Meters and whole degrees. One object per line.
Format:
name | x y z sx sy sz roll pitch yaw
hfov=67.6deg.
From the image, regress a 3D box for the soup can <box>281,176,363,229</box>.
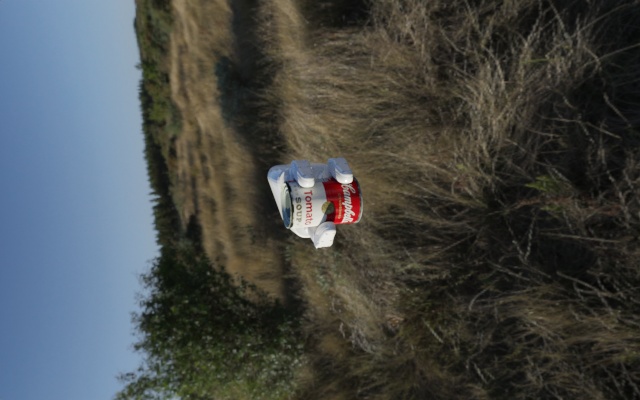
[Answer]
soup can | 0.000 0.002 0.675 0.102 0.068 0.068 -5 1 -16
